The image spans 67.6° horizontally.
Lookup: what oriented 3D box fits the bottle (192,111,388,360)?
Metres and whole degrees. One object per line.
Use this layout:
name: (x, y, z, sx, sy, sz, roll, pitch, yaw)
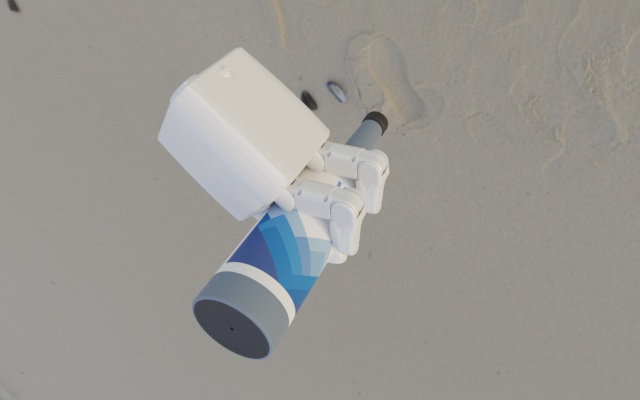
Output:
bottle: (0.000, 0.002, 0.432, 0.069, 0.069, 0.295, 0, 37, 32)
